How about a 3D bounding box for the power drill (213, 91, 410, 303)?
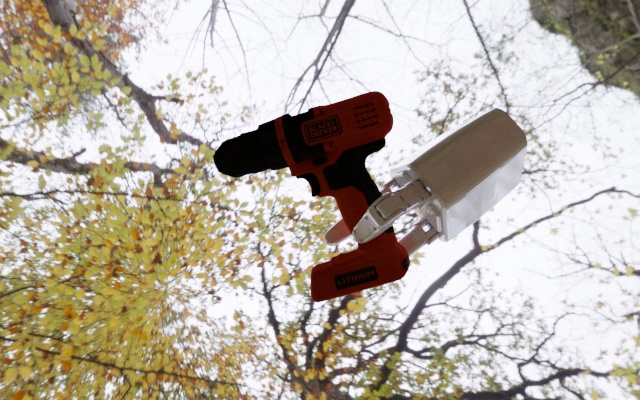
[{"bbox_3d":[0.000,0.002,0.478,0.184,0.187,0.057,-16,6,10],"label":"power drill"}]
